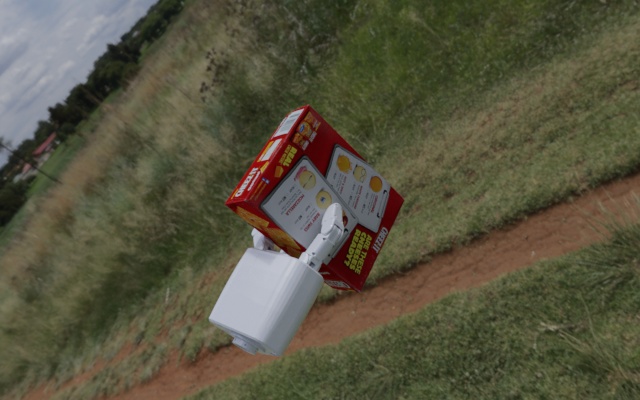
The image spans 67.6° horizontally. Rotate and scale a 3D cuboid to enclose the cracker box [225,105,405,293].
[{"bbox_3d":[0.000,0.002,0.666,0.214,0.164,0.072,42,-26,-25],"label":"cracker box"}]
